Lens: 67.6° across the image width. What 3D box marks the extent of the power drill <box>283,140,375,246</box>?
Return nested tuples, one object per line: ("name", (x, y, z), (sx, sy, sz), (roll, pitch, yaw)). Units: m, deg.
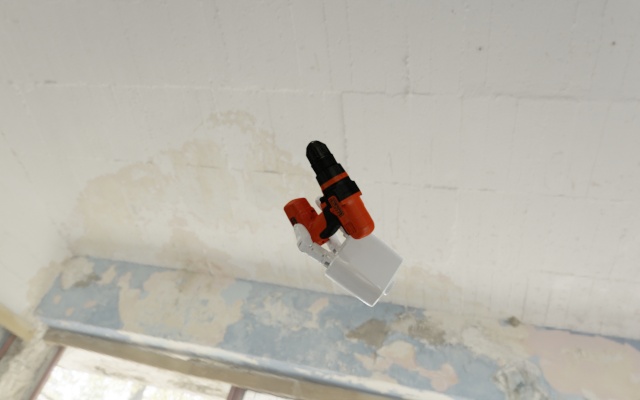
("power drill", (0.000, 0.003, 0.858), (0.057, 0.184, 0.188), (-26, -6, -31))
